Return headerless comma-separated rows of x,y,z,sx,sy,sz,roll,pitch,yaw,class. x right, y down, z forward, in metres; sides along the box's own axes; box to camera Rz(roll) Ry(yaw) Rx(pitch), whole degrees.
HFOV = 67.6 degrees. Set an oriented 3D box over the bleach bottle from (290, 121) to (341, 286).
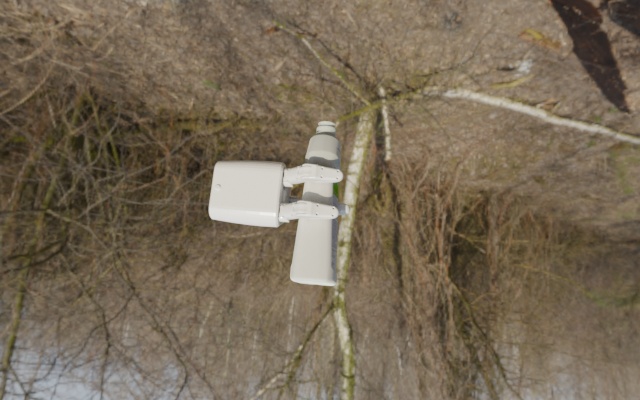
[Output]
0.000,0.002,0.743,0.068,0.250,0.102,4,-12,7,bleach bottle
